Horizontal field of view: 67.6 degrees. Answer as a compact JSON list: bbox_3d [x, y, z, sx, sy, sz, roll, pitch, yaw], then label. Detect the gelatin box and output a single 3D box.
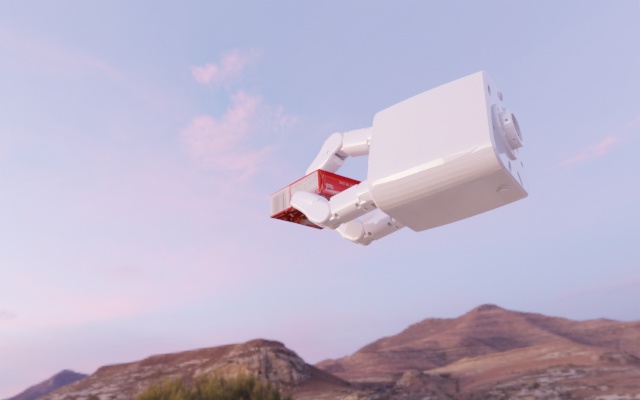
[{"bbox_3d":[0.000,0.001,0.511,0.073,0.030,0.089,16,-28,-38],"label":"gelatin box"}]
